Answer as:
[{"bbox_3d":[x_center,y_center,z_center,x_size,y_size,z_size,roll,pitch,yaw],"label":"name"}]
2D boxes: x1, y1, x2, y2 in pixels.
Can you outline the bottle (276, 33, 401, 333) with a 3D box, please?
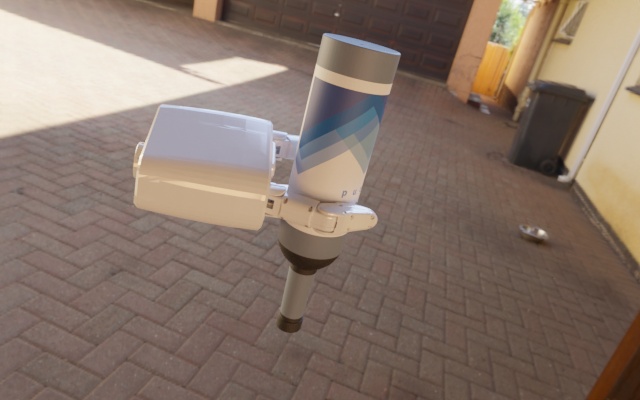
[{"bbox_3d":[0.000,0.001,0.451,0.069,0.296,0.069,12,23,-5],"label":"bottle"}]
